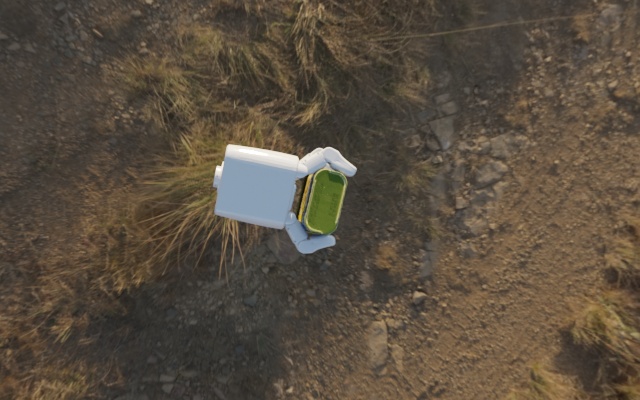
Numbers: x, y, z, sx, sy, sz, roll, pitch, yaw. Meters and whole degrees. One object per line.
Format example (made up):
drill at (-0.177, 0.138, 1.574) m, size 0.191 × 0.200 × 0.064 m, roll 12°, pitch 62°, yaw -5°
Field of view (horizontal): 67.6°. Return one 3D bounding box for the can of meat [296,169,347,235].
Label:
can of meat at (0.000, 0.003, 0.741) m, size 0.057 × 0.102 × 0.084 m, roll 13°, pitch -3°, yaw -10°
